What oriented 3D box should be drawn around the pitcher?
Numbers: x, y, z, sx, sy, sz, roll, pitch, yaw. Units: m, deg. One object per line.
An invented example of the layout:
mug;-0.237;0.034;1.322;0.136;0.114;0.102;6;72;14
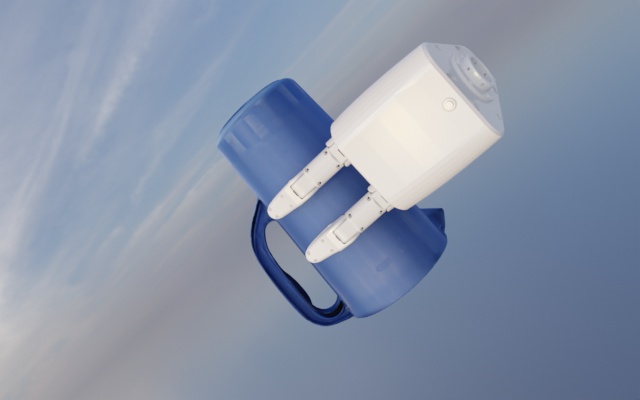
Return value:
pitcher;0.000;0.002;0.504;0.145;0.243;0.149;-39;4;40
